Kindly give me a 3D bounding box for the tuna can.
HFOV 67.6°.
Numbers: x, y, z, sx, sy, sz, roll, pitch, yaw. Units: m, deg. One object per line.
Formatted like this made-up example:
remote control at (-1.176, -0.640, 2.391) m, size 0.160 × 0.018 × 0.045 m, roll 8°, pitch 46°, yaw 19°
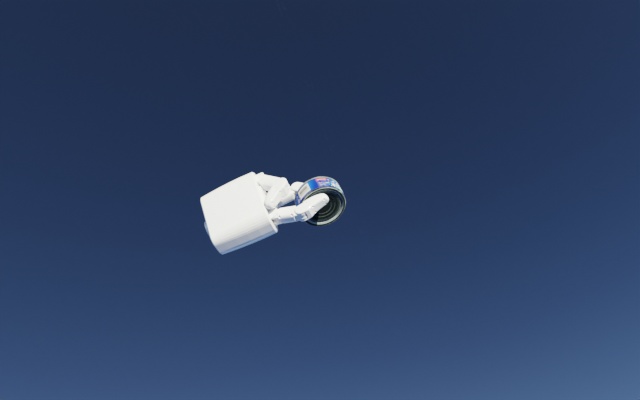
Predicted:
tuna can at (0.000, 0.003, 0.831) m, size 0.086 × 0.086 × 0.033 m, roll 0°, pitch 34°, yaw -20°
